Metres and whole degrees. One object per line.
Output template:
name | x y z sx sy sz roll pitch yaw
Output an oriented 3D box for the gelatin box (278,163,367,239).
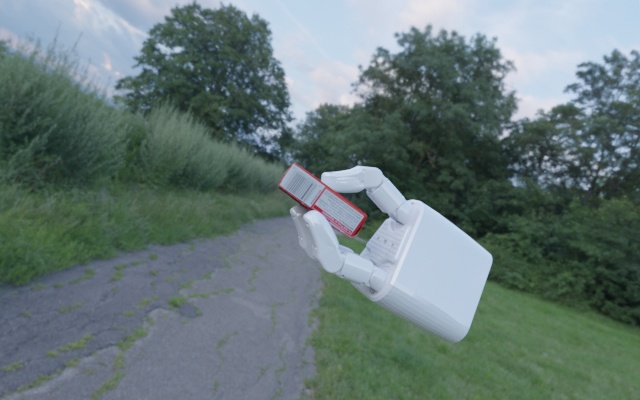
gelatin box | 0.000 0.001 0.479 0.089 0.030 0.073 36 -3 -3
